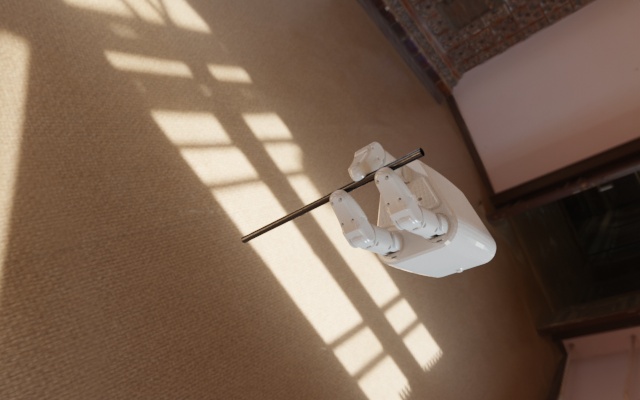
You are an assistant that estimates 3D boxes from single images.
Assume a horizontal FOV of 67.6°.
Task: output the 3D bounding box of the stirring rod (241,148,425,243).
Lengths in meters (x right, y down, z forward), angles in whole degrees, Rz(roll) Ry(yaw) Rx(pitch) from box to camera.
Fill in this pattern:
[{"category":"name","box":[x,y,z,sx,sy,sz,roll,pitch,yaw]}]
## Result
[{"category":"stirring rod","box":[0.000,0.002,0.486,0.239,0.011,0.011,-26,-16,34]}]
